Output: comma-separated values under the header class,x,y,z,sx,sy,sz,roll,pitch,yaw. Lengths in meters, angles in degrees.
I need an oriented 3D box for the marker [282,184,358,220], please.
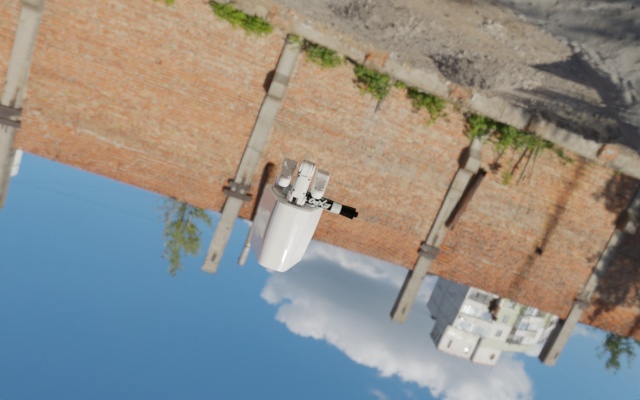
class,x,y,z,sx,sy,sz,roll,pitch,yaw
marker,0.000,0.002,0.730,0.121,0.020,0.020,20,-1,-4
